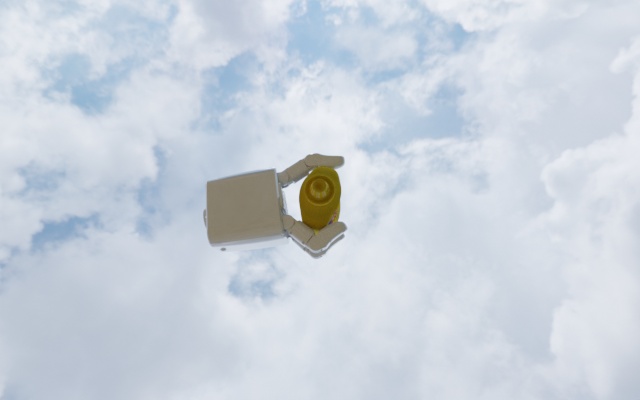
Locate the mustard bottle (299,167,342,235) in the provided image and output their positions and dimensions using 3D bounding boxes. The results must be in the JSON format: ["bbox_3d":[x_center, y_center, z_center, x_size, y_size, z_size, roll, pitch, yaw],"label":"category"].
[{"bbox_3d":[0.000,0.002,0.703,0.058,0.096,0.192,15,-12,5],"label":"mustard bottle"}]
